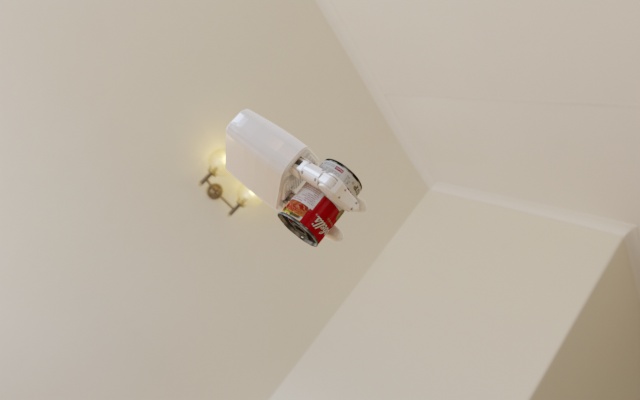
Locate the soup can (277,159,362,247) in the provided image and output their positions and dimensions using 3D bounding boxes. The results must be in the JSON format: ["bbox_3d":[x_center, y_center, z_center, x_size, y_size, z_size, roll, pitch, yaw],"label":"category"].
[{"bbox_3d":[0.001,0.002,0.643,0.068,0.102,0.068,36,-17,13],"label":"soup can"}]
